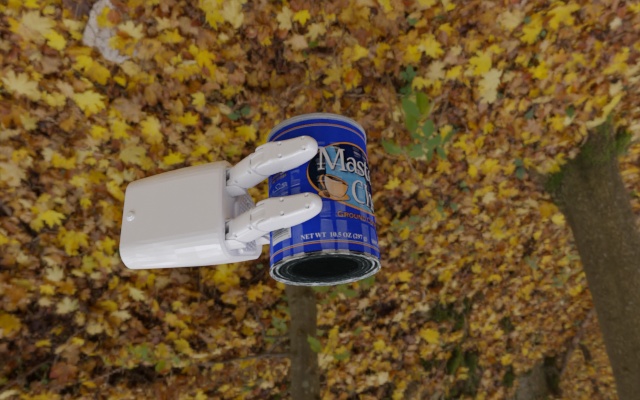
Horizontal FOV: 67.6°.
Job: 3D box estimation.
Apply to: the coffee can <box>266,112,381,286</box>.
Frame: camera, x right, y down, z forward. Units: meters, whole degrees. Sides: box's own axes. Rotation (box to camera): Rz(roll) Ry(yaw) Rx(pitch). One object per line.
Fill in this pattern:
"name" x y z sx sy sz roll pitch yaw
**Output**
"coffee can" 0.000 0.001 0.464 0.103 0.140 0.103 -3 -25 -2
